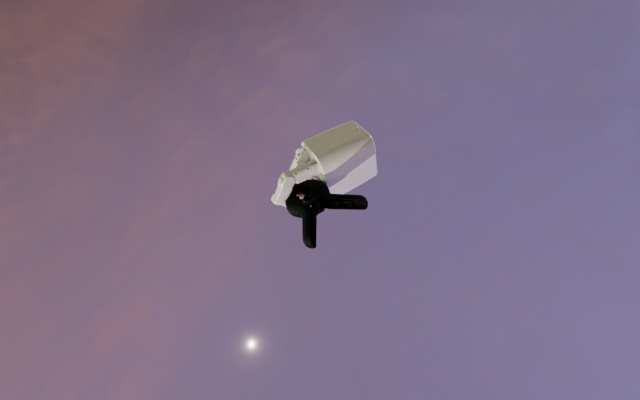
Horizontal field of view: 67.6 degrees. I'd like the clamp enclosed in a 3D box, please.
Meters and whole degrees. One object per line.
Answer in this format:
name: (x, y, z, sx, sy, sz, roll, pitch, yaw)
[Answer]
clamp: (0.000, 0.003, 0.796, 0.120, 0.039, 0.171, -27, 38, -9)
